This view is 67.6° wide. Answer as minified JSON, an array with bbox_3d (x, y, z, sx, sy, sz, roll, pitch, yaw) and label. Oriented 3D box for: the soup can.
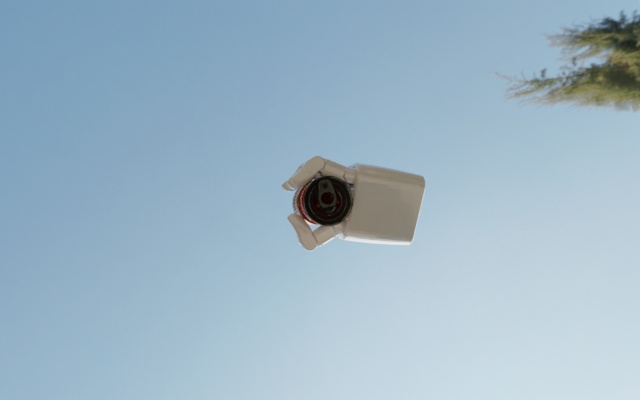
[{"bbox_3d":[0.000,0.002,0.682,0.068,0.068,0.102,0,-2,-13],"label":"soup can"}]
